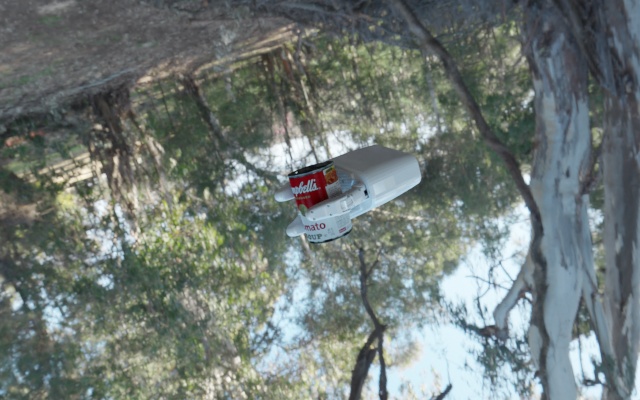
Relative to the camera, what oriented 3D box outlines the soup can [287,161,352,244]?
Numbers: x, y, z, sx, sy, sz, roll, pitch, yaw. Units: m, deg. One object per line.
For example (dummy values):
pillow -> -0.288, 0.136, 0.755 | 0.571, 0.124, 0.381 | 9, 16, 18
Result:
soup can -> 0.000, 0.003, 0.677 | 0.068, 0.102, 0.068 | -16, 12, 3
